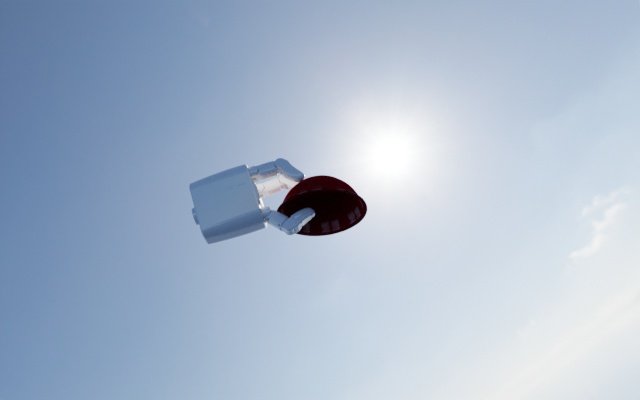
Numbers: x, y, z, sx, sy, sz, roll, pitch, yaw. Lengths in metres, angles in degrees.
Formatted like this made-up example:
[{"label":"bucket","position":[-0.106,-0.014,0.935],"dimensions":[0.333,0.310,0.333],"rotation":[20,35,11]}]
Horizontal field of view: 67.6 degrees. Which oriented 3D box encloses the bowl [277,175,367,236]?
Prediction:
[{"label":"bowl","position":[0.001,0.002,0.850],"dimensions":[0.162,0.055,0.162],"rotation":[-4,-32,-2]}]
